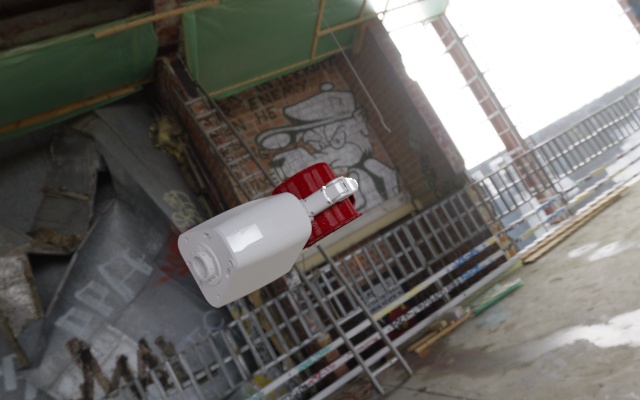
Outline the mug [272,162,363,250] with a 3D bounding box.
[{"bbox_3d":[0.001,0.001,0.603,0.117,0.081,0.093,-26,-7,-43],"label":"mug"}]
